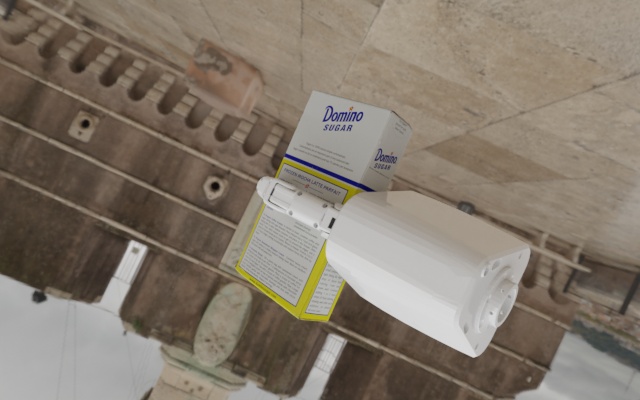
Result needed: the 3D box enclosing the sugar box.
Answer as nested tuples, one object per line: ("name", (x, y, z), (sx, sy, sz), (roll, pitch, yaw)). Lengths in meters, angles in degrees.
("sugar box", (0.000, 0.002, 0.406), (0.093, 0.176, 0.048), (27, 1, 40))
